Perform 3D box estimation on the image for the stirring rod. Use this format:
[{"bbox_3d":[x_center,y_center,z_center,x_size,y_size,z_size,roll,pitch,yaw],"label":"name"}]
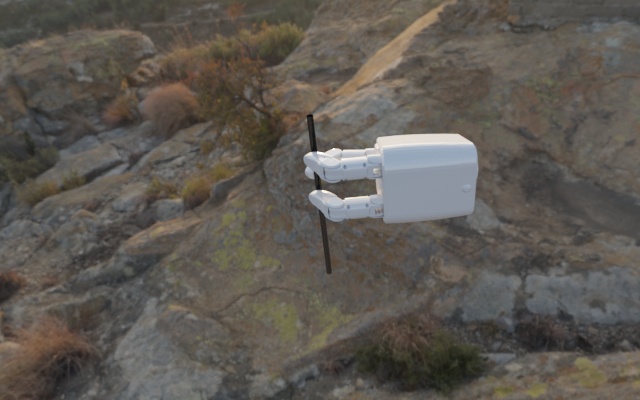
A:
[{"bbox_3d":[0.000,0.002,0.621,0.011,0.240,0.011,-5,32,3],"label":"stirring rod"}]
